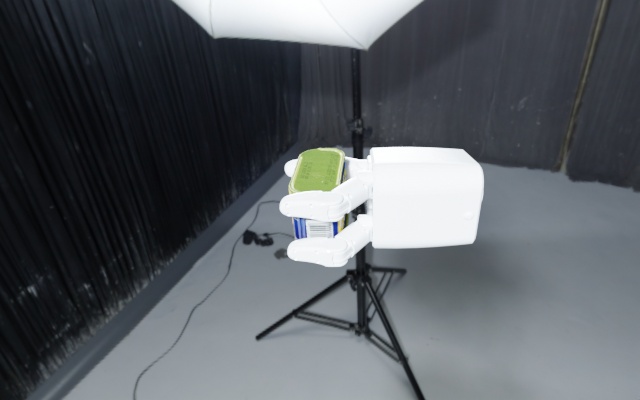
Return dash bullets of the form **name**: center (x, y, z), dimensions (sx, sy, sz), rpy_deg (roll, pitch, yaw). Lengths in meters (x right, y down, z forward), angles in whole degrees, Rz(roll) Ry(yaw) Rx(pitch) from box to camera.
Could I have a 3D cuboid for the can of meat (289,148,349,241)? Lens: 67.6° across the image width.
- **can of meat**: center (0.000, 0.001, 0.520), dimensions (0.057, 0.084, 0.102), rpy_deg (1, 34, 7)
